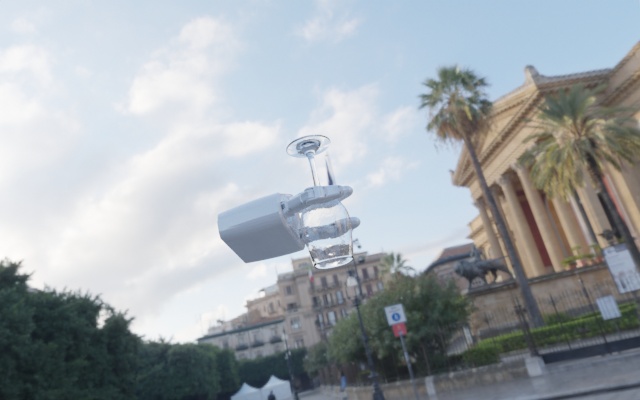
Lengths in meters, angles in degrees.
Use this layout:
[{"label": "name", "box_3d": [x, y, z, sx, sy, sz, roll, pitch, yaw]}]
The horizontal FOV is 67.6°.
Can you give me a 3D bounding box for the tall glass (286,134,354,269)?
[{"label": "tall glass", "box_3d": [0.000, 0.002, 0.747, 0.079, 0.201, 0.079, -11, -20, -4]}]
